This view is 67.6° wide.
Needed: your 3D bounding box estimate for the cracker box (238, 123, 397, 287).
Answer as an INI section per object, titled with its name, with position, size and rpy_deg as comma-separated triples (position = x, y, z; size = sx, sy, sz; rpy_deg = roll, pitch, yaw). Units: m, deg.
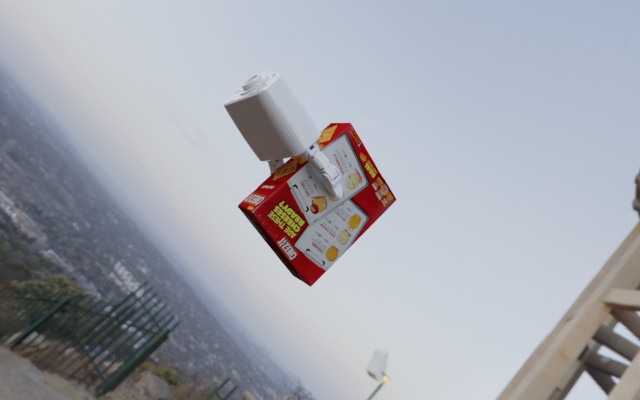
[cracker box]
position = 0.000, 0.002, 0.770
size = 0.213, 0.164, 0.072
rpy_deg = -43, 26, -18
